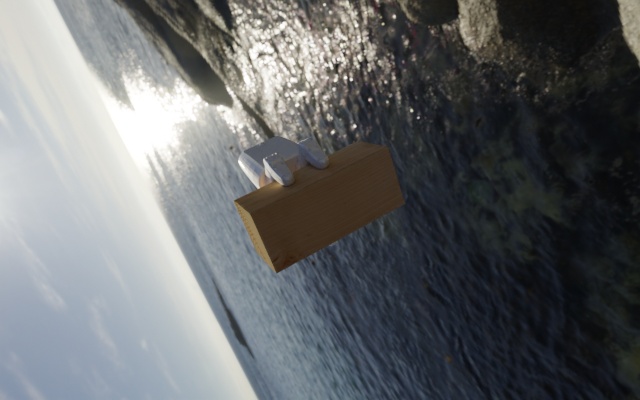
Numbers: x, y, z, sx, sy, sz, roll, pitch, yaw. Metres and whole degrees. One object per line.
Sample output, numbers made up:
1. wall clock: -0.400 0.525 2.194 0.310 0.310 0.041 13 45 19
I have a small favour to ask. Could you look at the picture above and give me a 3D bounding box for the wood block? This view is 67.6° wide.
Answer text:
1. wood block: 0.000 0.002 0.661 0.206 0.091 0.090 -27 22 -17
